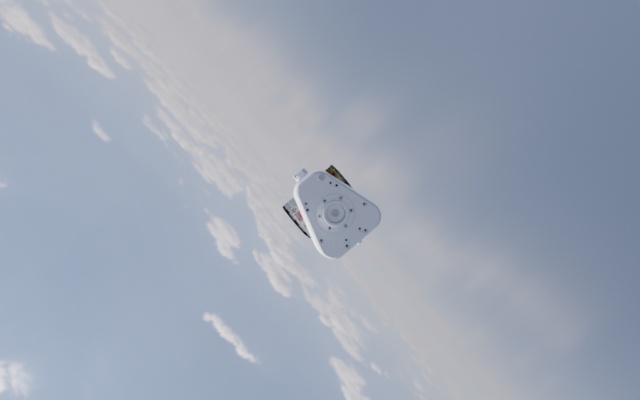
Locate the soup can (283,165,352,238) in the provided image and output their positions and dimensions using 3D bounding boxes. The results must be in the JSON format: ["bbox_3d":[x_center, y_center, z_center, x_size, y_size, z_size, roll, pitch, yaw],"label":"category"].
[{"bbox_3d":[0.000,0.003,0.747,0.102,0.068,0.068,-40,0,-1],"label":"soup can"}]
